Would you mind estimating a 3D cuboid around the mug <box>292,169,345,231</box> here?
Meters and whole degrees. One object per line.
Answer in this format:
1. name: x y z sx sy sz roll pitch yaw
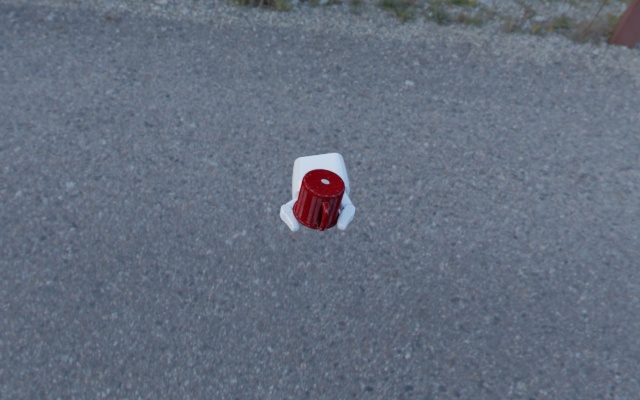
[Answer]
1. mug: 0.000 0.004 0.886 0.093 0.082 0.117 5 43 -11
